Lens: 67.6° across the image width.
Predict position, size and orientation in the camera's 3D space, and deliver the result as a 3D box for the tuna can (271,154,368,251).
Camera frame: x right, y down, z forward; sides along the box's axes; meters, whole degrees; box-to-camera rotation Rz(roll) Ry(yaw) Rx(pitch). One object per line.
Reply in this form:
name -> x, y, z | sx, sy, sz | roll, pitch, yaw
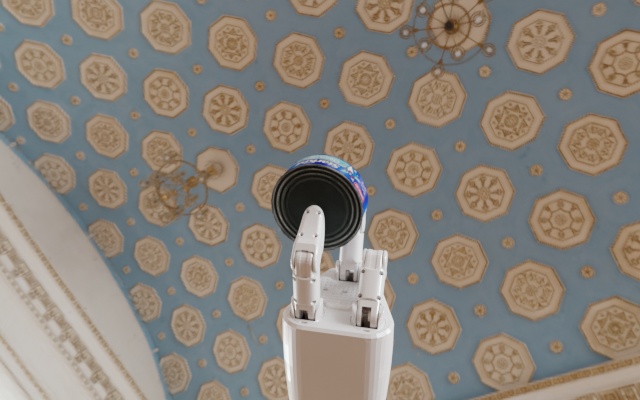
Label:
tuna can -> 0.000, 0.001, 0.442 | 0.086, 0.086, 0.033 | 0, 24, 16
